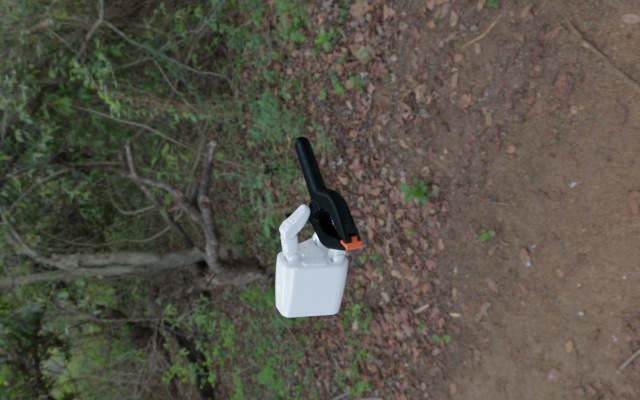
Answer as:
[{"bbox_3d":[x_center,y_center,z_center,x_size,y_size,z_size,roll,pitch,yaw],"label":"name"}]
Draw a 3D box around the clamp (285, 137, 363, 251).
[{"bbox_3d":[0.000,0.003,0.754,0.036,0.165,0.210,-11,31,-27],"label":"clamp"}]
